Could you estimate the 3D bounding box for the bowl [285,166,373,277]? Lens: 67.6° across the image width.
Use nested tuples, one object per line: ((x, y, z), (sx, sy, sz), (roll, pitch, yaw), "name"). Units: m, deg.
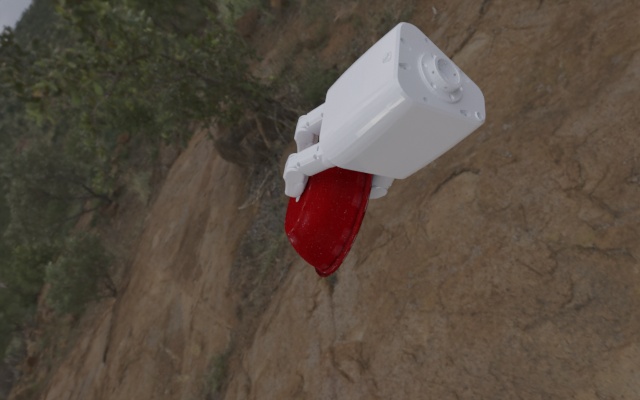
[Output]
((-0.001, 0.003, 0.542), (0.055, 0.162, 0.162), (17, -4, -14), "bowl")
